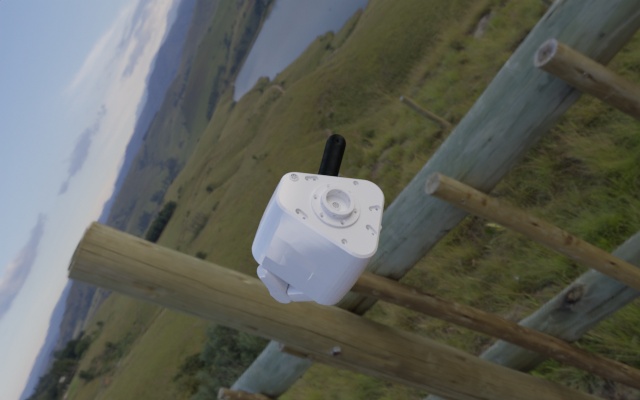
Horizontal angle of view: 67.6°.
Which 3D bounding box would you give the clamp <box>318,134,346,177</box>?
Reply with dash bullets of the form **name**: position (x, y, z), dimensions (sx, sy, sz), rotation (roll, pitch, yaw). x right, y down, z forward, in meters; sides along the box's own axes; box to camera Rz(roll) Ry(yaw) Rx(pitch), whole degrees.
- **clamp**: position (-0.001, 0.002, 0.600), dimensions (0.039, 0.171, 0.120), rotation (10, -42, 1)
